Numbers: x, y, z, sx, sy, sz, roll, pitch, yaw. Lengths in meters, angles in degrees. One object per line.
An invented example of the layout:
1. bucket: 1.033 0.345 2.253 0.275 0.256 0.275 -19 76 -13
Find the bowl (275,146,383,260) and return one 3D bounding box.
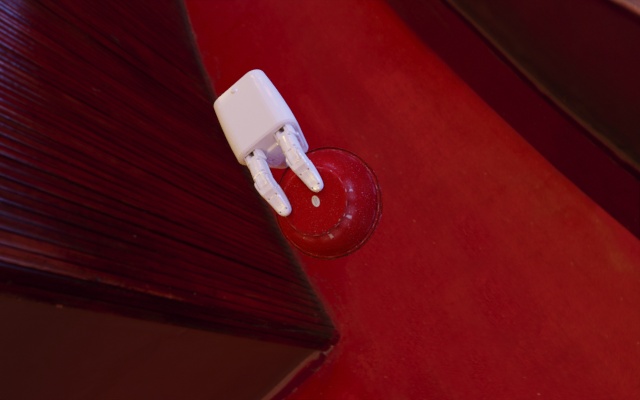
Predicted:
1. bowl: 0.001 0.003 0.651 0.162 0.162 0.055 0 -3 20
